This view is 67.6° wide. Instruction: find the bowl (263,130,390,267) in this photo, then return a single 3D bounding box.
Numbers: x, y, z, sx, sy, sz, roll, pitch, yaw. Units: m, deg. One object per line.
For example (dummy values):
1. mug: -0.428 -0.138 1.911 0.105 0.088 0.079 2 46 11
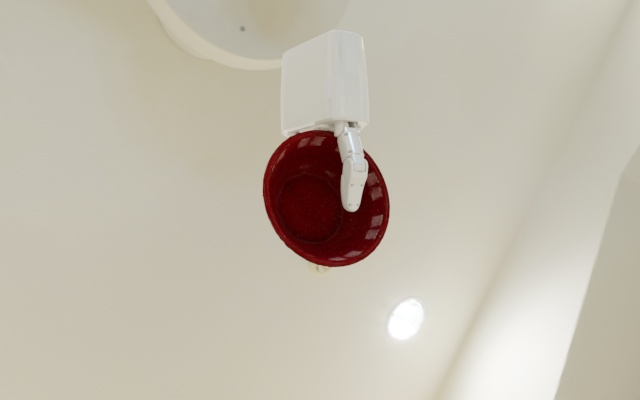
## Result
1. bowl: 0.000 0.003 0.560 0.162 0.162 0.055 0 -16 -28
